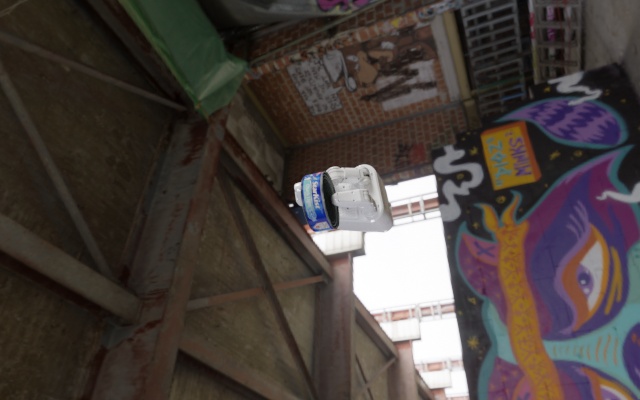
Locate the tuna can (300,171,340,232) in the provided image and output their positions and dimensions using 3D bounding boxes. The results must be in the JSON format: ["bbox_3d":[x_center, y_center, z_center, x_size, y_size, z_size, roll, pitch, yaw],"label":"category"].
[{"bbox_3d":[0.000,0.002,0.694,0.034,0.086,0.086,-11,-3,14],"label":"tuna can"}]
